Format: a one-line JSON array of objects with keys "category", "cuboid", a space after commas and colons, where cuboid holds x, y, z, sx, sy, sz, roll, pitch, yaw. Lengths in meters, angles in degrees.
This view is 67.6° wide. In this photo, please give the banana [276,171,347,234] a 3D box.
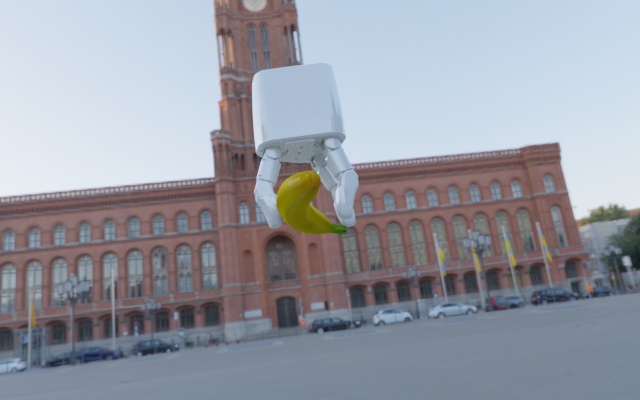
[{"category": "banana", "cuboid": [-0.017, 0.006, 0.562, 0.069, 0.037, 0.198, -11, -19, 8]}]
